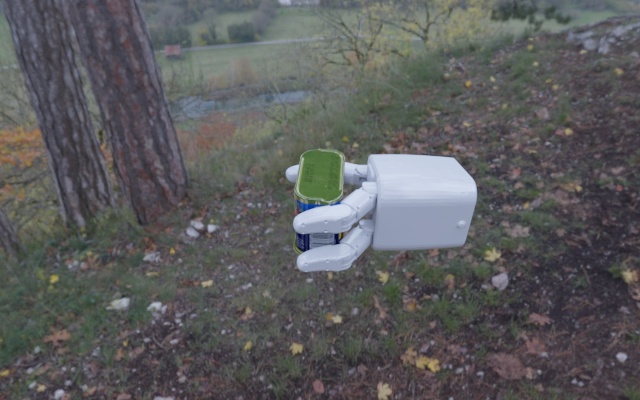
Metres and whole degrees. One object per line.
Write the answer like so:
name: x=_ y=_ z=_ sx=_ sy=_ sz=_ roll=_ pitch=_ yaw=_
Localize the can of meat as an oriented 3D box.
can of meat: x=0.000 y=0.001 z=0.543 sx=0.057 sy=0.084 sz=0.102 roll=3 pitch=39 yaw=2
